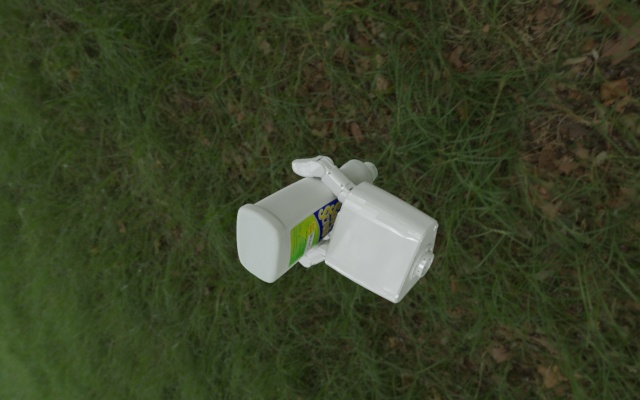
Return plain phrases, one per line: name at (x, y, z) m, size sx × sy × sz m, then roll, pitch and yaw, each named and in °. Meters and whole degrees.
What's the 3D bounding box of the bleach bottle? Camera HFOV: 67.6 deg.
bleach bottle at (0.000, 0.002, 0.637) m, size 0.068 × 0.103 × 0.250 m, roll 29°, pitch 42°, yaw 25°
